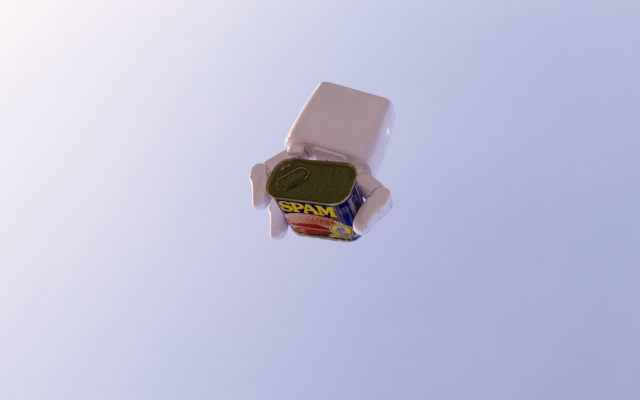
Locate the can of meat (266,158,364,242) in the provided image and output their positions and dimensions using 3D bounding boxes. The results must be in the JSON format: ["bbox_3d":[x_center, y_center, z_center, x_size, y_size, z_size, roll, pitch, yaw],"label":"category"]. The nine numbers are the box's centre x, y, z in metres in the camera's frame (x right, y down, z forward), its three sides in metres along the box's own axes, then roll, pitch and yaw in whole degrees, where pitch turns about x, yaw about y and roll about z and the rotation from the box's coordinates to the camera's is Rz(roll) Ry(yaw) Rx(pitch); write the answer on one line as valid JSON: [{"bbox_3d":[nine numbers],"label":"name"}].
[{"bbox_3d":[0.000,0.002,0.550,0.102,0.057,0.084,7,-34,24],"label":"can of meat"}]
